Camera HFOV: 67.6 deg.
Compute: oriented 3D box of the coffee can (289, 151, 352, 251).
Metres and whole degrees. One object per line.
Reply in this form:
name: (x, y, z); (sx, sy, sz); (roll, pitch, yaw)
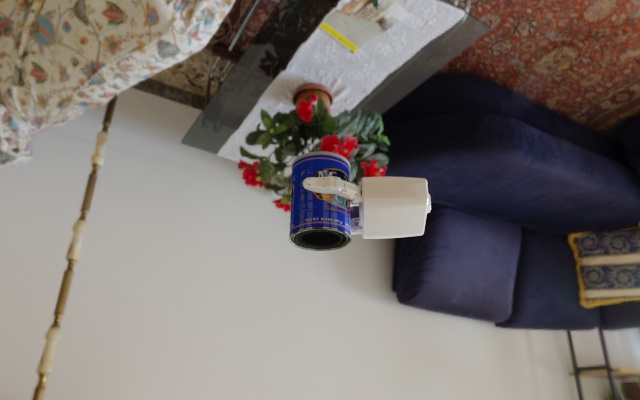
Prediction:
coffee can: (0.000, 0.002, 0.807); (0.103, 0.140, 0.103); (0, -25, 0)
